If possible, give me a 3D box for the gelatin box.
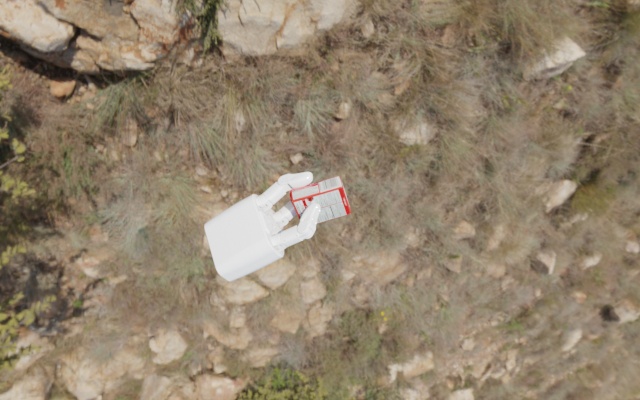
[{"bbox_3d":[0.001,0.003,0.803,0.089,0.030,0.073,-16,-42,5],"label":"gelatin box"}]
